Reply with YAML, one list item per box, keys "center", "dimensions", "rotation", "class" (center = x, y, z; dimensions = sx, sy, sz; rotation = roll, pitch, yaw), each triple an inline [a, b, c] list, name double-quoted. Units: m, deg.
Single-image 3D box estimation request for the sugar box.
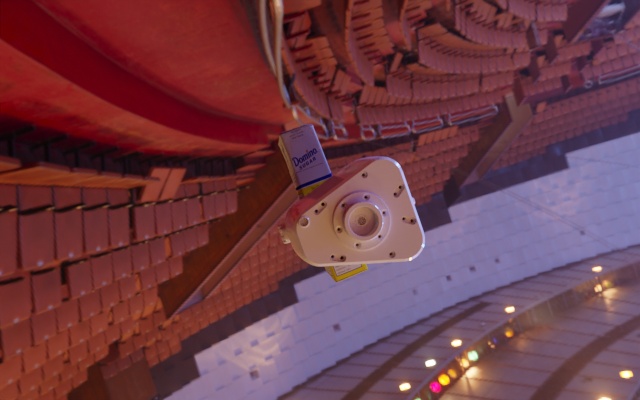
- center: [0.001, 0.002, 0.568]
  dimensions: [0.048, 0.176, 0.093]
  rotation: [-19, 2, -6]
  class: "sugar box"
